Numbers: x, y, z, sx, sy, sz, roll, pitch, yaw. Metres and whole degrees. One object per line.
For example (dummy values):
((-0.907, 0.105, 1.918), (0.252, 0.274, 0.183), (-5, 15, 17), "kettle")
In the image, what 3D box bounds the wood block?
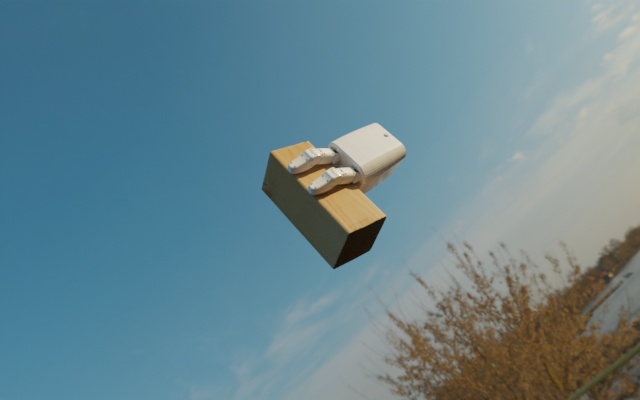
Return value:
((0.000, 0.003, 0.810), (0.090, 0.091, 0.206), (-22, 55, -36), "wood block")
